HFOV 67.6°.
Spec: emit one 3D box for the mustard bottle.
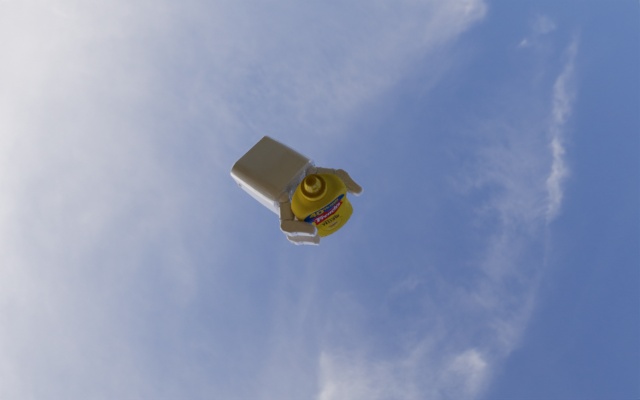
[{"bbox_3d":[0.000,0.003,0.797,0.096,0.058,0.192,-31,-22,-2],"label":"mustard bottle"}]
